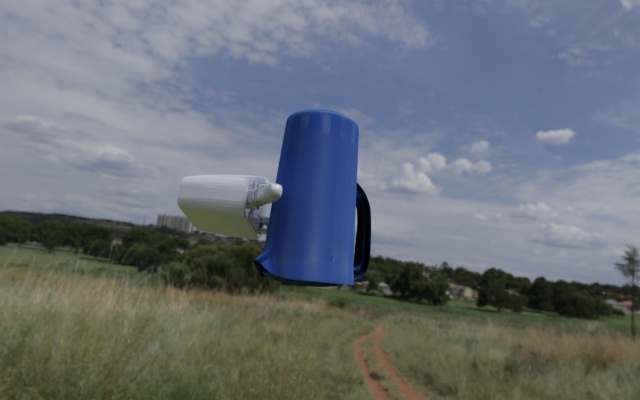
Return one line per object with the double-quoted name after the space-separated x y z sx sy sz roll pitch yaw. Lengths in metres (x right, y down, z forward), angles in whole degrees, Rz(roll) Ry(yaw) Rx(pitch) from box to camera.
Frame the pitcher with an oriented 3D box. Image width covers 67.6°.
0.000 0.002 0.690 0.145 0.242 0.149 4 -10 12 "pitcher"
